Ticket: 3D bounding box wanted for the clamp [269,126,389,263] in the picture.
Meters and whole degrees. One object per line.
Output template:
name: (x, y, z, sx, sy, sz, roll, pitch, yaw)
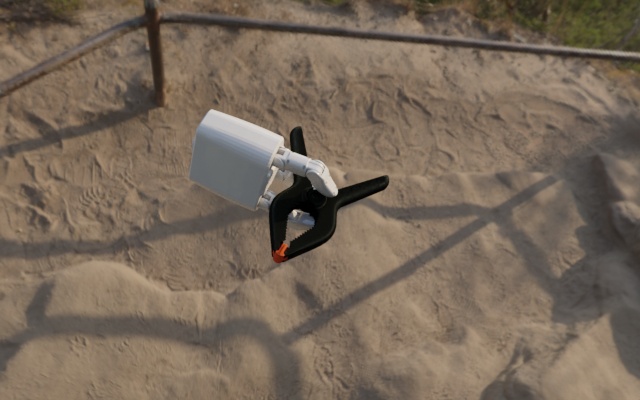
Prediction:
clamp: (0.000, 0.002, 0.666, 0.164, 0.210, 0.036, 23, -32, 0)
